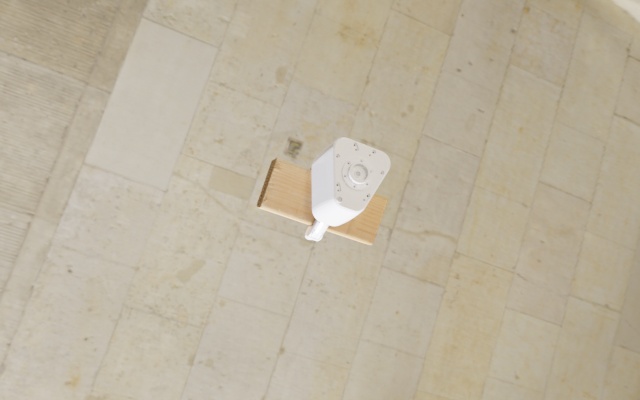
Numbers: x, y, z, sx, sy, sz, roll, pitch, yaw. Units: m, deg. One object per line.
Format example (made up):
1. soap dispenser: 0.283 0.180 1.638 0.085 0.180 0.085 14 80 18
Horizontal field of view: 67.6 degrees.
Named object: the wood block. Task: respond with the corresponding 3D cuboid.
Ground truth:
1. wood block: 0.000 0.003 0.849 0.206 0.091 0.090 20 -3 -12
